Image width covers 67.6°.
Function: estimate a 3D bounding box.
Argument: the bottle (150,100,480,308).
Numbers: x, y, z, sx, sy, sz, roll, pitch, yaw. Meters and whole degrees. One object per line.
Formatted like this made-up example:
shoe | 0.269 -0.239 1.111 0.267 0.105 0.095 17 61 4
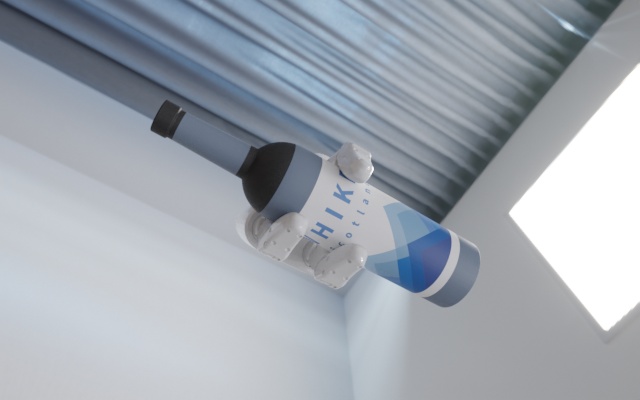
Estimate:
bottle | 0.000 0.001 0.406 0.296 0.069 0.069 28 -8 -15
